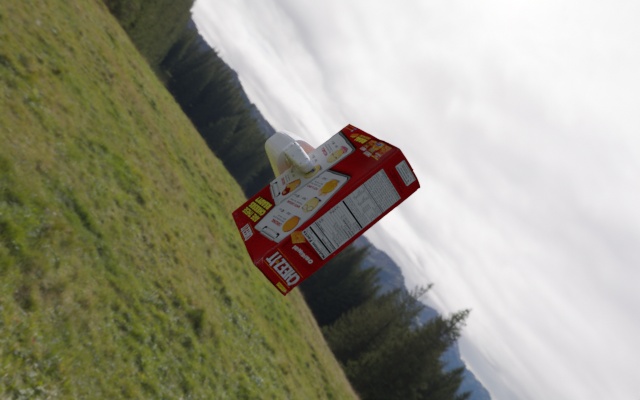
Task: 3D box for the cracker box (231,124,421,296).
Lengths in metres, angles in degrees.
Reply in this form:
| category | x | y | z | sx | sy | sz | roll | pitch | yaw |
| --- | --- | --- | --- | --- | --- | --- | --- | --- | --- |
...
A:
| category | x | y | z | sx | sy | sz | roll | pitch | yaw |
| --- | --- | --- | --- | --- | --- | --- | --- | --- | --- |
| cracker box | 0.000 | 0.002 | 0.620 | 0.213 | 0.072 | 0.164 | -38 | 27 | -3 |
